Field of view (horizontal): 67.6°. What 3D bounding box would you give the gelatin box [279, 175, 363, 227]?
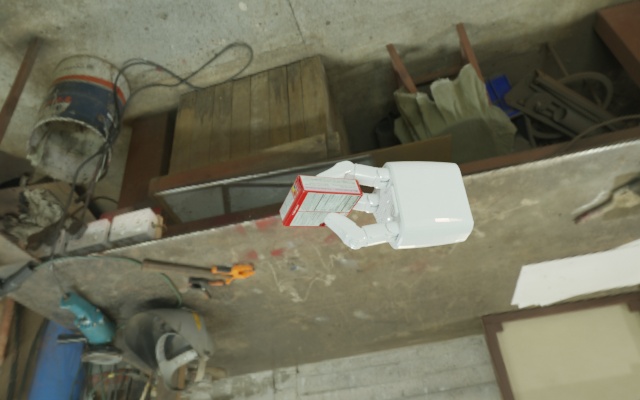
[{"bbox_3d":[0.000,0.002,0.624,0.089,0.030,0.073,2,-39,-28],"label":"gelatin box"}]
